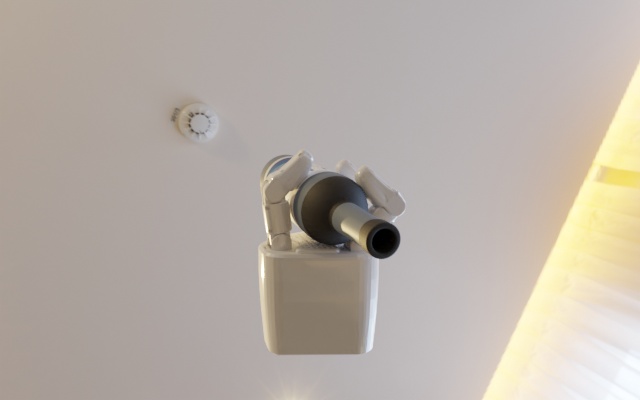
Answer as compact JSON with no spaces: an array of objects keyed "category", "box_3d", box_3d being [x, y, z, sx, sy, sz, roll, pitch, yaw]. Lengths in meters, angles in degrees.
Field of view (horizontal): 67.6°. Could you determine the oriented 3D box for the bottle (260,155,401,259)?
[{"category":"bottle","box_3d":[0.000,0.001,0.477,0.069,0.069,0.295,0,11,-18]}]
